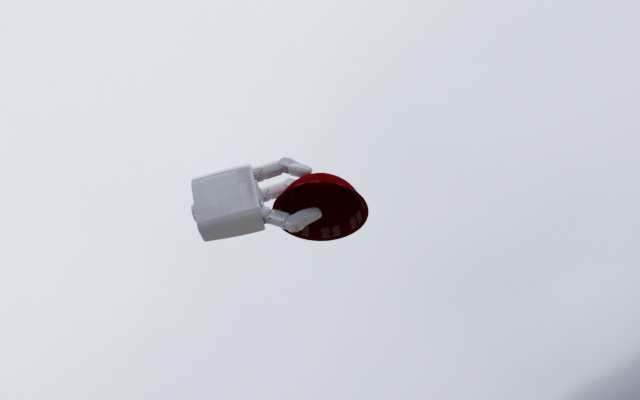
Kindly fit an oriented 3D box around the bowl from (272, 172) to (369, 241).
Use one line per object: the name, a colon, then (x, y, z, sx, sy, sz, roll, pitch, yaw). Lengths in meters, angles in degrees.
bowl: (0.001, 0.002, 0.811, 0.162, 0.055, 0.162, 1, -39, 1)
